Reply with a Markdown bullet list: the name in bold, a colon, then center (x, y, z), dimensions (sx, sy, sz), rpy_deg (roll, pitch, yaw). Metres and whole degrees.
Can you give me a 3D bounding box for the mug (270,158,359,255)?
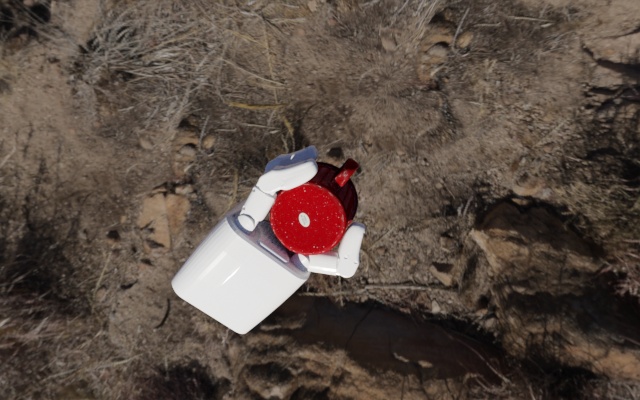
- **mug**: center (0.001, 0.001, 0.522), dimensions (0.093, 0.117, 0.081), rpy_deg (43, 17, -4)
